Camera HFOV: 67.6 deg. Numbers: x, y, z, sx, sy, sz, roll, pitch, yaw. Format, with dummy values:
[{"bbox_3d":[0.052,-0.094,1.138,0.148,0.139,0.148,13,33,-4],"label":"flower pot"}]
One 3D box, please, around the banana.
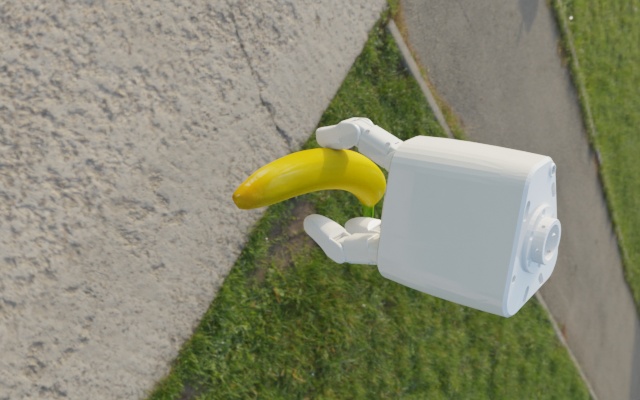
[{"bbox_3d":[0.008,-0.016,0.443,0.037,0.069,0.198,24,10,41],"label":"banana"}]
